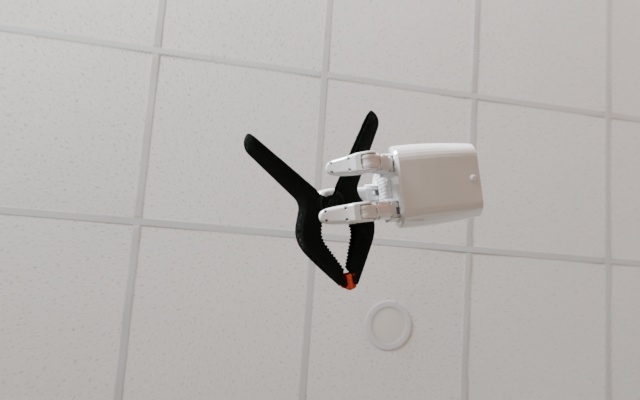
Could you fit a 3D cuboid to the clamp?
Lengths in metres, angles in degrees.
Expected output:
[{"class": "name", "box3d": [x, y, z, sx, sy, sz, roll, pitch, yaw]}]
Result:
[{"class": "clamp", "box3d": [0.000, 0.002, 0.563, 0.164, 0.210, 0.036, -6, -4, -10]}]
